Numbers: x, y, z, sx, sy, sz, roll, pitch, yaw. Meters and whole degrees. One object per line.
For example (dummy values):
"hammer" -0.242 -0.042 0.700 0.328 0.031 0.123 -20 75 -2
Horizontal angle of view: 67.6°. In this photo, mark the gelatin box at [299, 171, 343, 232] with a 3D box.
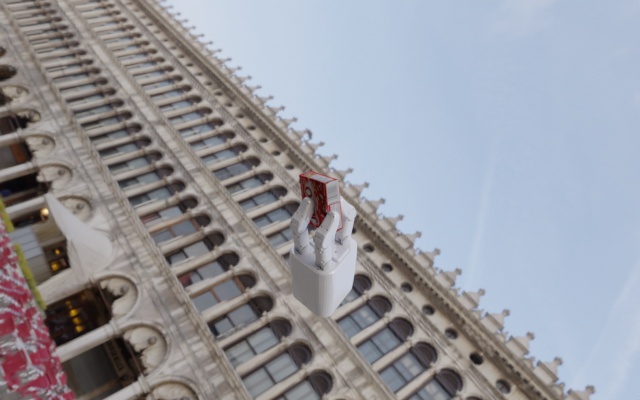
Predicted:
"gelatin box" 0.000 0.002 0.784 0.030 0.089 0.073 -20 25 -32
